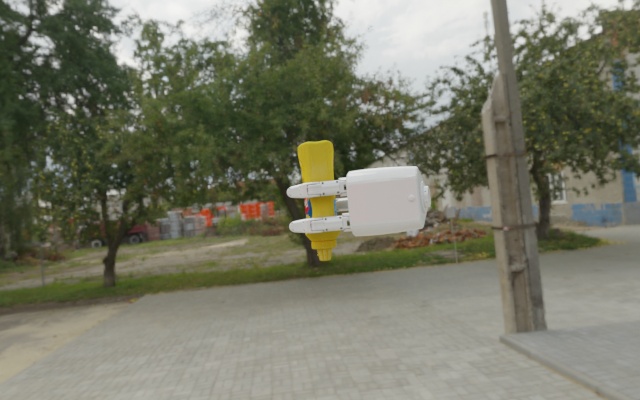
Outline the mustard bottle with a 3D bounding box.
[{"bbox_3d":[0.000,0.002,0.782,0.058,0.191,0.096,-6,0,-7],"label":"mustard bottle"}]
